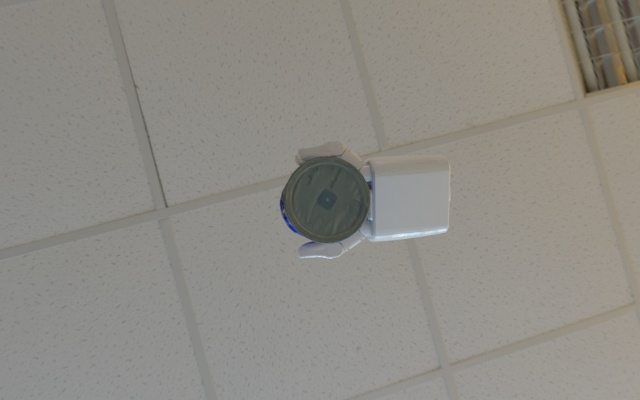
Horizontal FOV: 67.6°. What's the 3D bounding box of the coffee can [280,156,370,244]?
[{"bbox_3d":[0.000,0.002,0.626,0.103,0.103,0.140,0,-2,-7],"label":"coffee can"}]
